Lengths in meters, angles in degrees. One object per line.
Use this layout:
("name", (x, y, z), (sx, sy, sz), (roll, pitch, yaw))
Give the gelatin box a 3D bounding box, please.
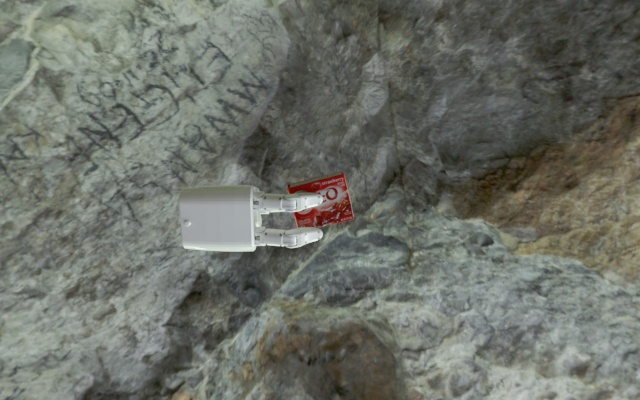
("gelatin box", (0.000, 0.002, 0.728), (0.089, 0.073, 0.030), (-14, 13, -2))
